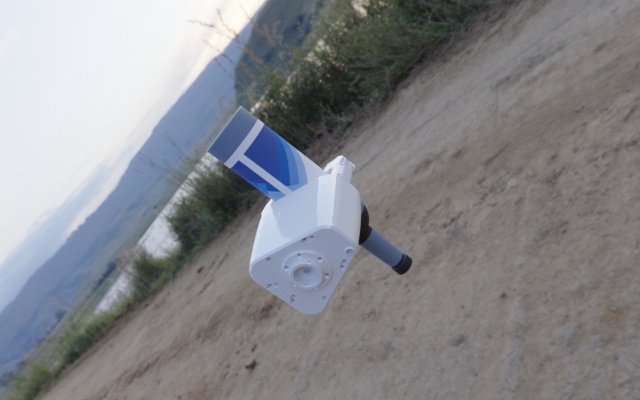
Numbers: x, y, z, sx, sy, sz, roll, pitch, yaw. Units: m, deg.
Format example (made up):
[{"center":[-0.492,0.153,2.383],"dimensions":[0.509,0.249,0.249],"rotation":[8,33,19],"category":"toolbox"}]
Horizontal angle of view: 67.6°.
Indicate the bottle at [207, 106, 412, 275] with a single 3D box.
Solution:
[{"center":[0.000,0.002,0.595],"dimensions":[0.296,0.069,0.069],"rotation":[37,-12,-16],"category":"bottle"}]
